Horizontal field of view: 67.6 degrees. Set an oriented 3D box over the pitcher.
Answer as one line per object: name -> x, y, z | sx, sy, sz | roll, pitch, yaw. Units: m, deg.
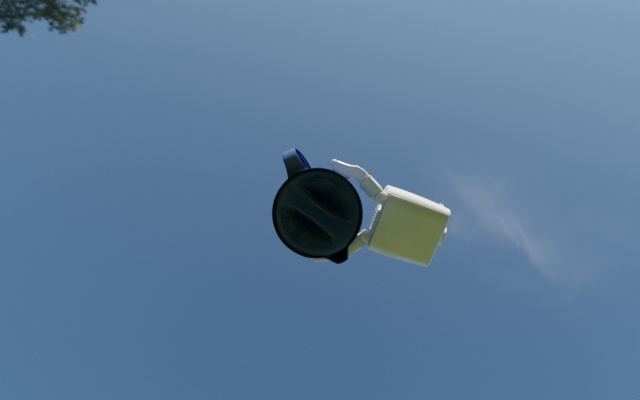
pitcher -> 0.000, 0.003, 0.805 | 0.145, 0.149, 0.243 | 17, 5, 3
